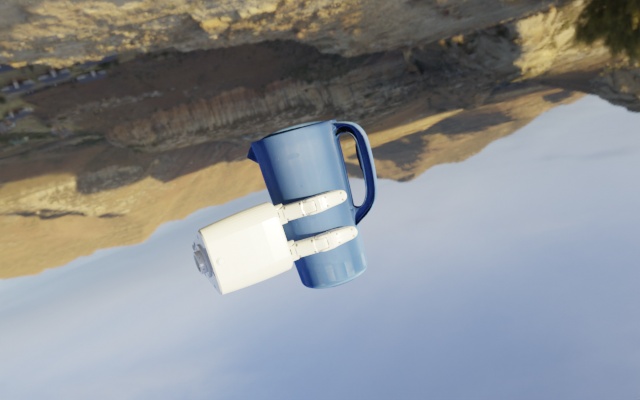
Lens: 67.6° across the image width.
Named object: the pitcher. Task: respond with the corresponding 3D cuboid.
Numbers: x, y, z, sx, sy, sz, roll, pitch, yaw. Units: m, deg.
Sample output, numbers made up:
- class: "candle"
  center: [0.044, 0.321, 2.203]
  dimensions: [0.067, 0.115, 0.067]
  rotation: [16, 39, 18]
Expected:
- class: "pitcher"
  center: [0.000, 0.002, 0.725]
  dimensions: [0.145, 0.243, 0.149]
  rotation: [-21, 9, -26]
